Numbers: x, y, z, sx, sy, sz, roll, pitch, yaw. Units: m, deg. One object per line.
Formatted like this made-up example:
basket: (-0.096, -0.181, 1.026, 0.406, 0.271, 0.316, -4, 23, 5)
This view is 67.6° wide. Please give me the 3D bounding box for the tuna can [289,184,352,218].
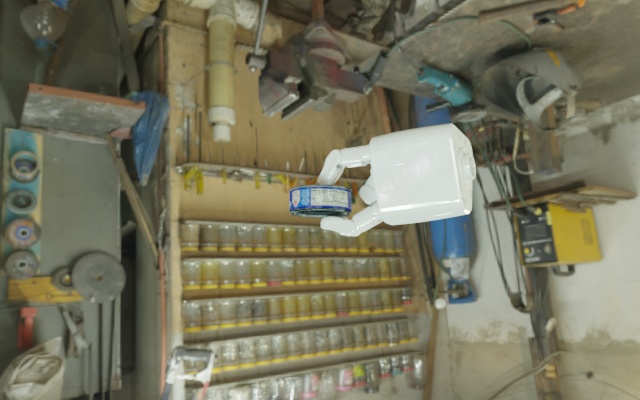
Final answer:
tuna can: (0.000, 0.003, 0.650, 0.086, 0.033, 0.086, 0, -9, 0)
